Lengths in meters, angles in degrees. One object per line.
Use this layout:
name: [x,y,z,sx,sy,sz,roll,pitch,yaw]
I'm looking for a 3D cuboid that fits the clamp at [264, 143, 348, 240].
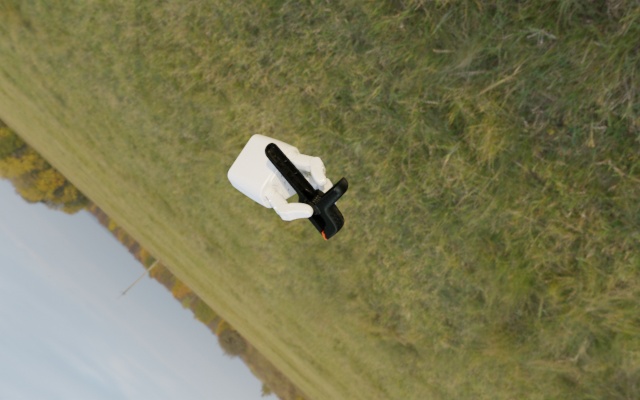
clamp: [0.000,0.003,0.795,0.164,0.036,0.210,26,-26,38]
